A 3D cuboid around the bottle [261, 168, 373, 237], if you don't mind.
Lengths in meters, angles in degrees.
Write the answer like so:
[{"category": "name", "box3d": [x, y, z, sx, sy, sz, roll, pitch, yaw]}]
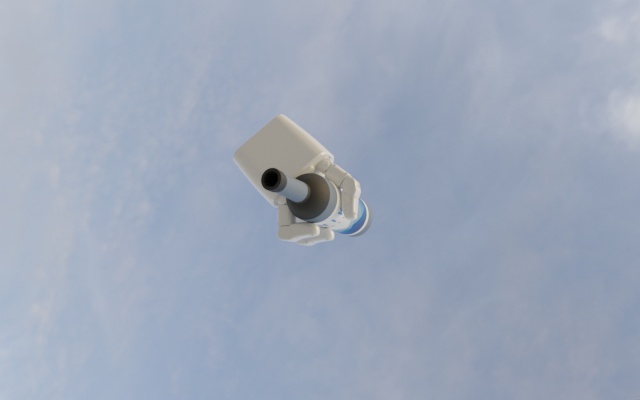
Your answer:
[{"category": "bottle", "box3d": [0.000, 0.002, 0.687, 0.069, 0.069, 0.296, 0, -11, 24]}]
